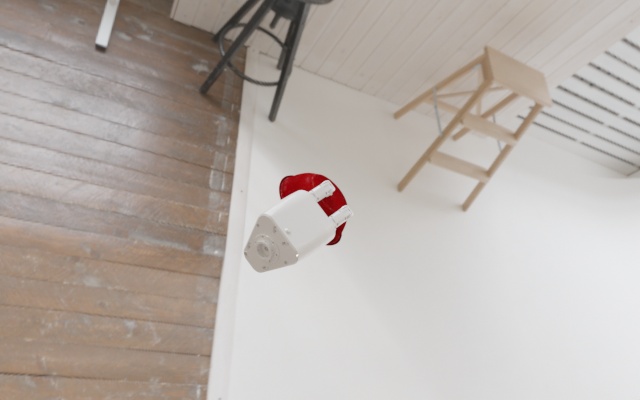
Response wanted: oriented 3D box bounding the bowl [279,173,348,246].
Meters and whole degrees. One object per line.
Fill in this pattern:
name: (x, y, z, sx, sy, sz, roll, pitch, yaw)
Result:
bowl: (0.001, 0.002, 0.896, 0.055, 0.162, 0.162, -40, -21, 27)
